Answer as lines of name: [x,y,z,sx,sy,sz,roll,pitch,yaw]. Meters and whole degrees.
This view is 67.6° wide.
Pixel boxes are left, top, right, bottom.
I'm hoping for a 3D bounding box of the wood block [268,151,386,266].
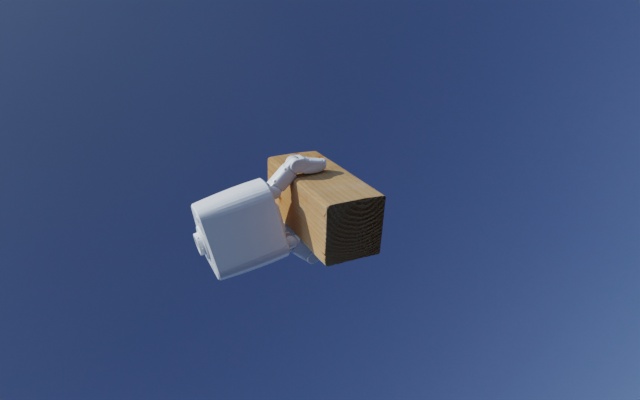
wood block: [0.000,0.002,0.709,0.090,0.091,0.206,-10,27,-25]
